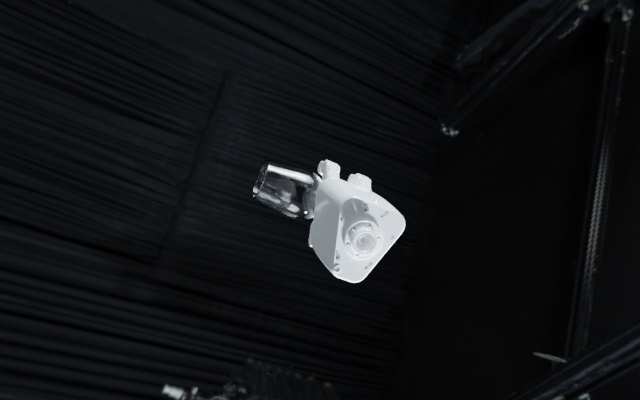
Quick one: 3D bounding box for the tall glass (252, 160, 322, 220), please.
[{"bbox_3d":[0.001,0.003,0.730,0.201,0.079,0.079,21,-6,-17],"label":"tall glass"}]
